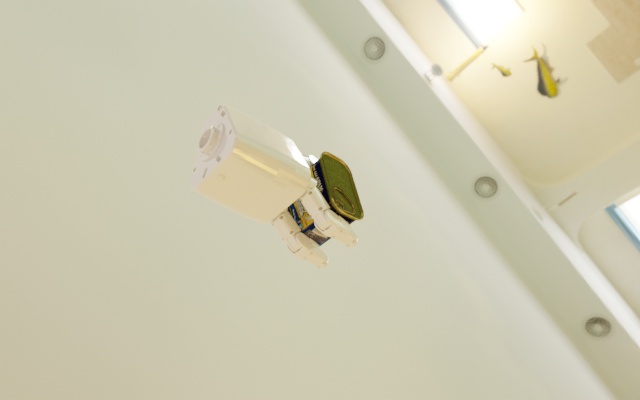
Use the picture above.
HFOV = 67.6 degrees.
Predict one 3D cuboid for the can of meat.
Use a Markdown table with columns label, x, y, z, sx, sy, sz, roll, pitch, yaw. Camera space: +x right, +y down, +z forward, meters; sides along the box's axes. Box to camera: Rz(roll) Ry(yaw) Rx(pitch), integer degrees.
| label | x | y | z | sx | sy | sz | roll | pitch | yaw |
| --- | --- | --- | --- | --- | --- | --- | --- | --- | --- |
| can of meat | 0.000 | 0.002 | 0.624 | 0.057 | 0.102 | 0.084 | 24 | -51 | -39 |
